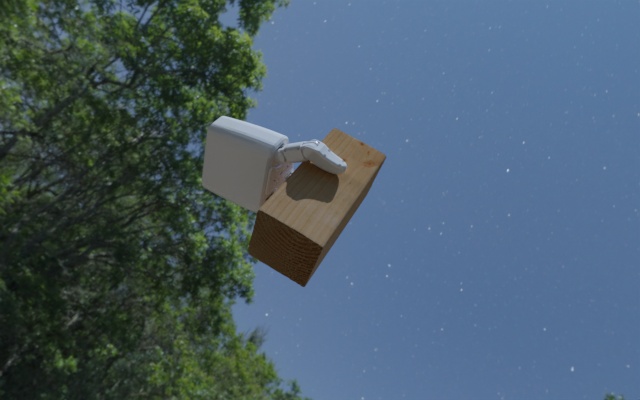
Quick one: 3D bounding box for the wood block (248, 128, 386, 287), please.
[{"bbox_3d":[0.000,0.002,0.647,0.090,0.091,0.206,30,46,8],"label":"wood block"}]
